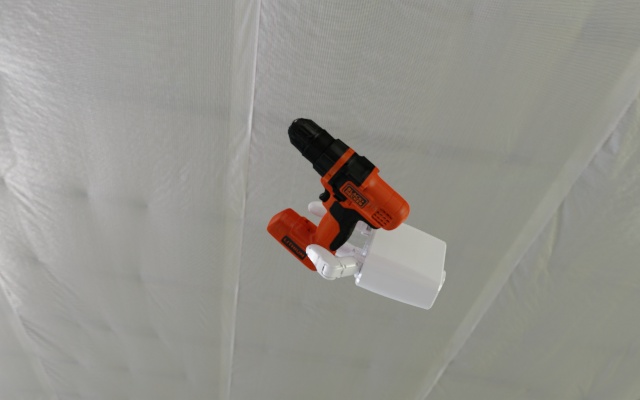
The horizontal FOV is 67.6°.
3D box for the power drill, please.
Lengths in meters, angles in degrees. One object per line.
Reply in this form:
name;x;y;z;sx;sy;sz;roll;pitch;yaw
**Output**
power drill;0.000;0.002;0.637;0.057;0.184;0.188;-47;-1;-45
